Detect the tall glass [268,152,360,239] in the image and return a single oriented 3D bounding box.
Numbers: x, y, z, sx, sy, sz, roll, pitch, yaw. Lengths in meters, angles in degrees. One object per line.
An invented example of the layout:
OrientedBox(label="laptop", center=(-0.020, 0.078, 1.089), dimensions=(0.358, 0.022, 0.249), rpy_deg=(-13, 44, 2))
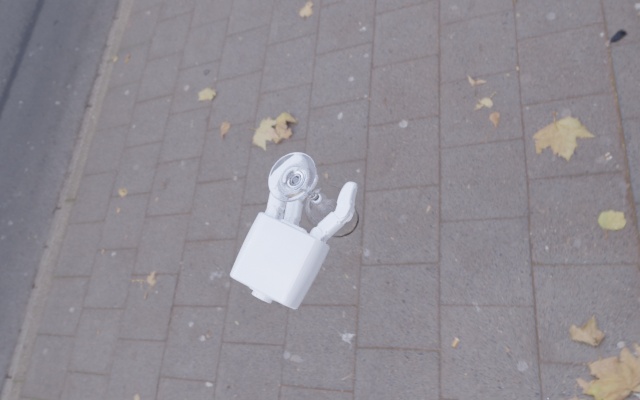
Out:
OrientedBox(label="tall glass", center=(0.000, 0.002, 0.739), dimensions=(0.079, 0.079, 0.201), rpy_deg=(0, -20, 25))
